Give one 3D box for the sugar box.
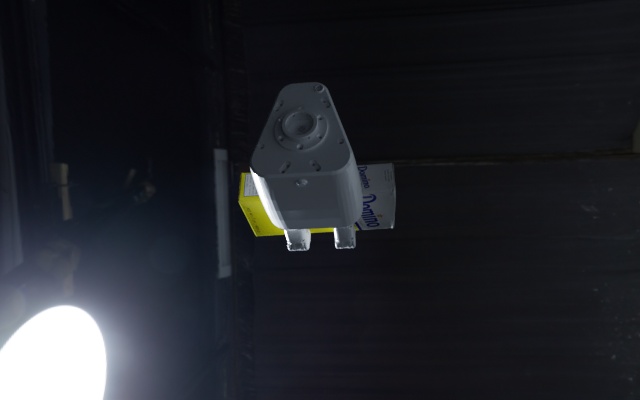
[{"bbox_3d":[0.000,0.002,0.571,0.176,0.048,0.093,-2,-30,7],"label":"sugar box"}]
